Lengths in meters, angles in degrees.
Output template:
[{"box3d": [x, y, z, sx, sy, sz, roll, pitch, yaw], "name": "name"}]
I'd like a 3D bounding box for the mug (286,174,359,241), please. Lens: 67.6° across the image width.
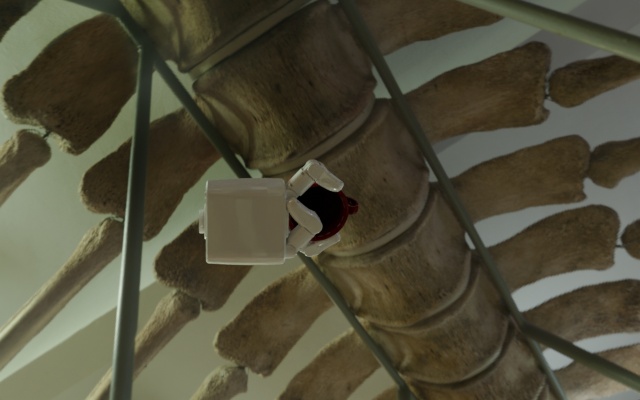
[{"box3d": [0.001, 0.002, 0.726, 0.117, 0.093, 0.081, 1, 23, -13], "name": "mug"}]
